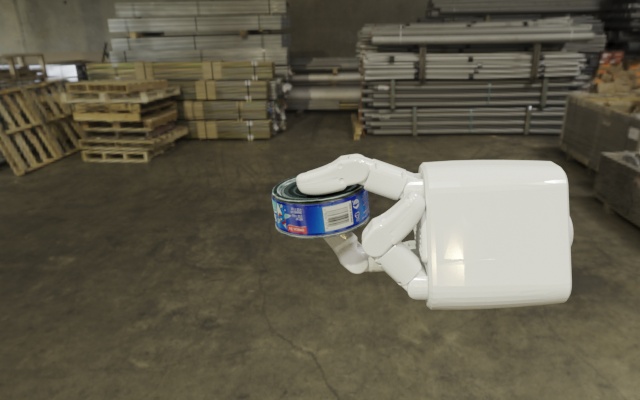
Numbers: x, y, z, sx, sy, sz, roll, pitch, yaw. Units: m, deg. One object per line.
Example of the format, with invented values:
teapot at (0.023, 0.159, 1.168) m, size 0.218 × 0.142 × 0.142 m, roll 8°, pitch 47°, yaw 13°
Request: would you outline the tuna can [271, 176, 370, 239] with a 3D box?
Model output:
tuna can at (0.000, 0.001, 0.423) m, size 0.086 × 0.034 × 0.086 m, roll -6°, pitch 20°, yaw 2°
